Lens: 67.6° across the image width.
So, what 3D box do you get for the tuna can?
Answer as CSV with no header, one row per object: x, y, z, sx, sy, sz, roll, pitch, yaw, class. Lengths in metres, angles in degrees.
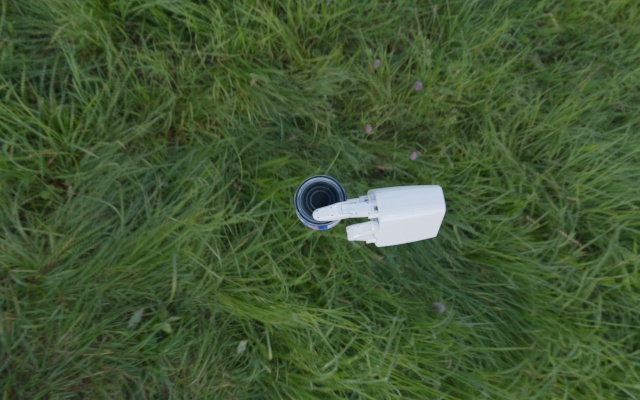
0.000,0.002,0.769,0.086,0.086,0.034,0,-12,2,tuna can
